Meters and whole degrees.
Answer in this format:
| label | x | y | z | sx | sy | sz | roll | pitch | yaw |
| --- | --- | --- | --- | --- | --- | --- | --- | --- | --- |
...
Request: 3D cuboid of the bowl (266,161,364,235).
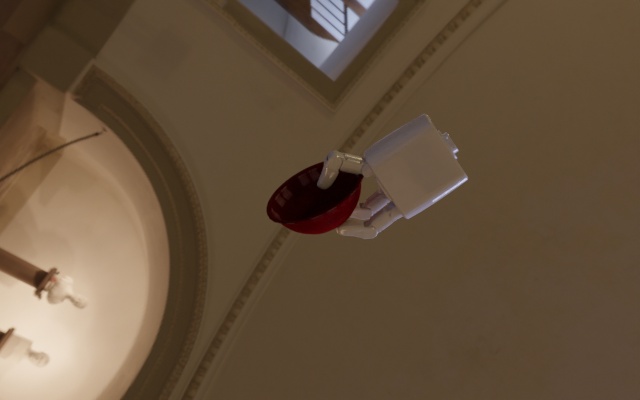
| label | x | y | z | sx | sy | sz | roll | pitch | yaw |
| --- | --- | --- | --- | --- | --- | --- | --- | --- | --- |
| bowl | -0.001 | 0.003 | 0.736 | 0.162 | 0.055 | 0.162 | -20 | 29 | 12 |
